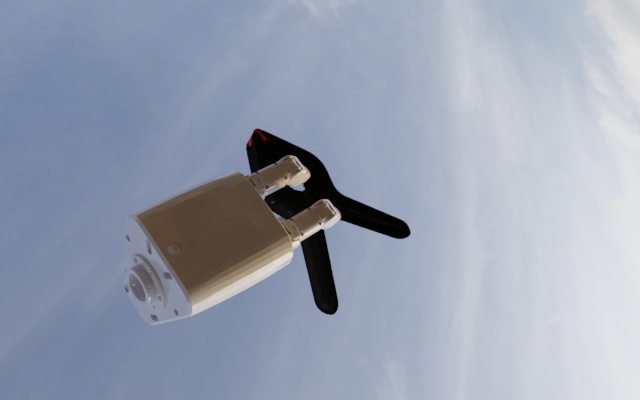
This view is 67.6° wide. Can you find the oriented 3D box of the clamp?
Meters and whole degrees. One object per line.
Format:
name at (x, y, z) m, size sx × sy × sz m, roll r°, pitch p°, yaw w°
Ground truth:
clamp at (-0.001, 0.002, 0.528) m, size 0.164 × 0.210 × 0.036 m, roll -27°, pitch -15°, yaw -42°
